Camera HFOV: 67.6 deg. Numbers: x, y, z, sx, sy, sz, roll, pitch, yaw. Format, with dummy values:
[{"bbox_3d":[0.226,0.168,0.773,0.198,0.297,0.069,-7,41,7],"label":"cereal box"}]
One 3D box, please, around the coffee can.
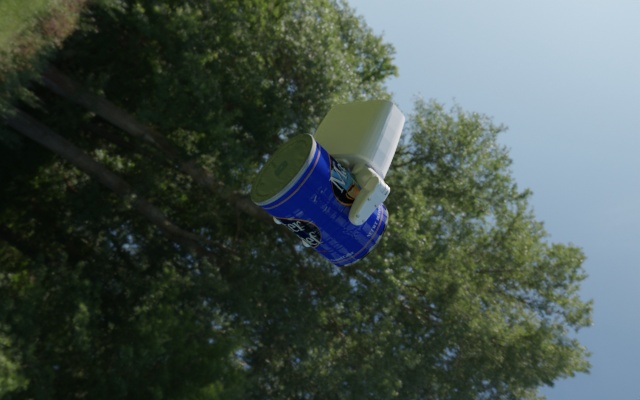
[{"bbox_3d":[0.000,0.002,0.585,0.140,0.102,0.103,41,-22,-27],"label":"coffee can"}]
